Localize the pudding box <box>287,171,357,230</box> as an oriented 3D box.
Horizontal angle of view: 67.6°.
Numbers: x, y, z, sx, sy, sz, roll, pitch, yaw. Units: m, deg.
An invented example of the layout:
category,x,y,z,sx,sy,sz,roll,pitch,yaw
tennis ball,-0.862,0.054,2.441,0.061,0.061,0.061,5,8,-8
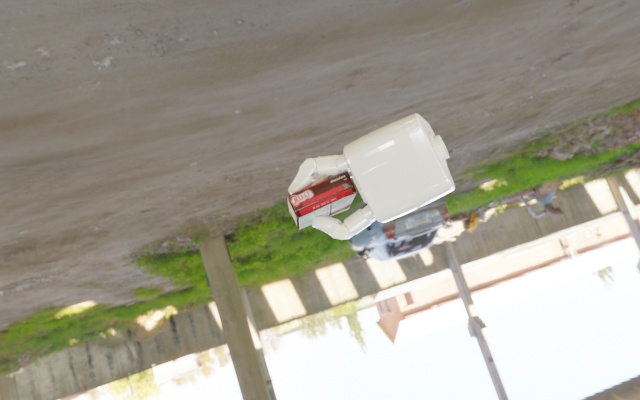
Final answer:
category,x,y,z,sx,sy,sz,roll,pitch,yaw
pudding box,0.000,0.002,0.683,0.090,0.039,0.113,-22,-12,-7
